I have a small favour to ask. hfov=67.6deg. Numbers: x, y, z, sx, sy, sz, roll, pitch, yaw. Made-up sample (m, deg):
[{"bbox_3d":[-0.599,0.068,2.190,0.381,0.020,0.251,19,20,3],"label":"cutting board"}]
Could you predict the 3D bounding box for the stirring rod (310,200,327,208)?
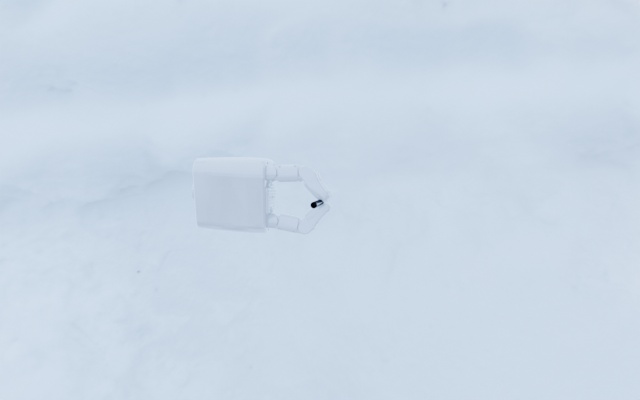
[{"bbox_3d":[0.000,0.002,0.685,0.011,0.011,0.239,0,2,4],"label":"stirring rod"}]
